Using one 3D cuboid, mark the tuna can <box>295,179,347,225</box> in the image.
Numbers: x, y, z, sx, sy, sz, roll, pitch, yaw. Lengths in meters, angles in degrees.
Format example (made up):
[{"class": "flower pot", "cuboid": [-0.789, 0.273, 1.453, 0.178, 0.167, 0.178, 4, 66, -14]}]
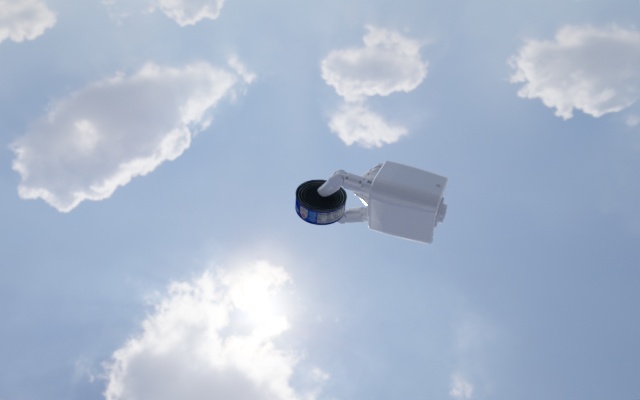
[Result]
[{"class": "tuna can", "cuboid": [0.000, 0.003, 0.797, 0.086, 0.034, 0.086, 4, 38, -3]}]
